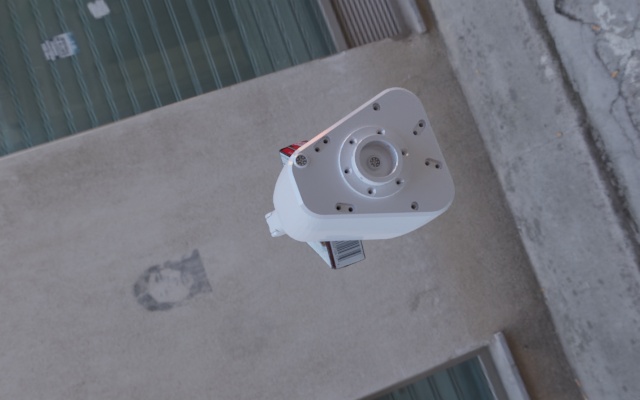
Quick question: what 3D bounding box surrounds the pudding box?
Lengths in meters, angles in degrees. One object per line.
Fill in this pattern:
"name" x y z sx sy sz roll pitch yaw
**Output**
"pudding box" 0.000 0.002 0.480 0.039 0.113 0.090 -18 21 -15
